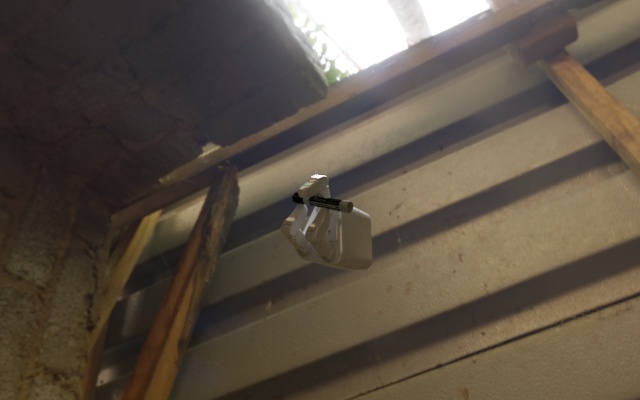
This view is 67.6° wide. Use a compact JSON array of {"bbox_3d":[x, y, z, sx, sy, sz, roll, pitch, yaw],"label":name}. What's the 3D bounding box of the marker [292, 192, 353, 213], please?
[{"bbox_3d":[0.000,0.003,0.773,0.121,0.020,0.020,10,6,40],"label":"marker"}]
